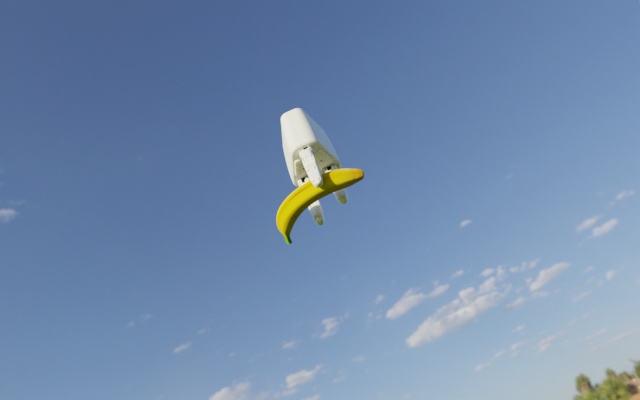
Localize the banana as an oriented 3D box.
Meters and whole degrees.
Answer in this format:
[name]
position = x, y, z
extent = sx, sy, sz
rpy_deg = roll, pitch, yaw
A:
[banana]
position = -0.015, -0.003, 0.837
extent = 0.198, 0.037, 0.070
rpy_deg = -41, -49, 20
